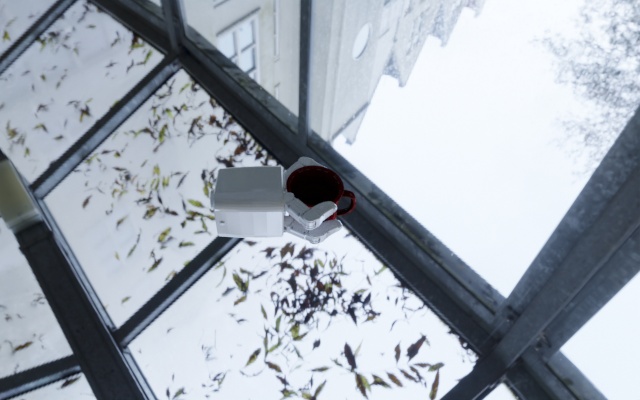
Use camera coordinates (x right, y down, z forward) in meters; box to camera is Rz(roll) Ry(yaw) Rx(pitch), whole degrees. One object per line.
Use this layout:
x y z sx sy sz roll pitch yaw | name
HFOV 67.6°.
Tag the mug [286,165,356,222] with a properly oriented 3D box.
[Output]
0.002 0.003 0.793 0.117 0.093 0.082 0 -41 -6 | mug
